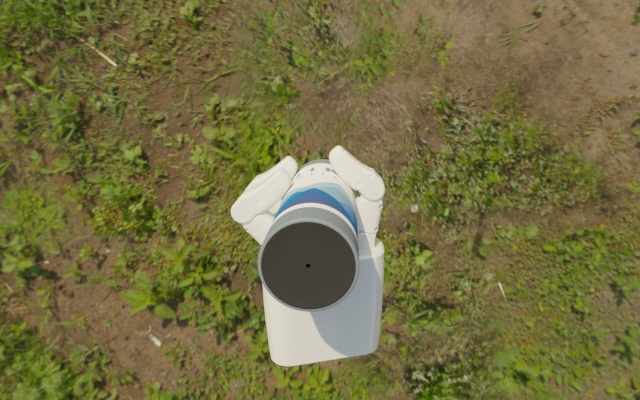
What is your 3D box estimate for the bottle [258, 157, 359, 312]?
[{"bbox_3d":[0.000,0.001,0.449,0.069,0.069,0.295,0,16,3],"label":"bottle"}]
